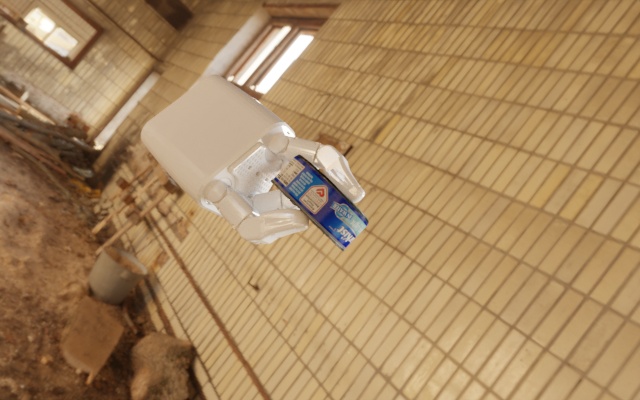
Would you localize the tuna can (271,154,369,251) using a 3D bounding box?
[{"bbox_3d":[0.001,0.001,0.402,0.086,0.034,0.086,44,-1,1],"label":"tuna can"}]
